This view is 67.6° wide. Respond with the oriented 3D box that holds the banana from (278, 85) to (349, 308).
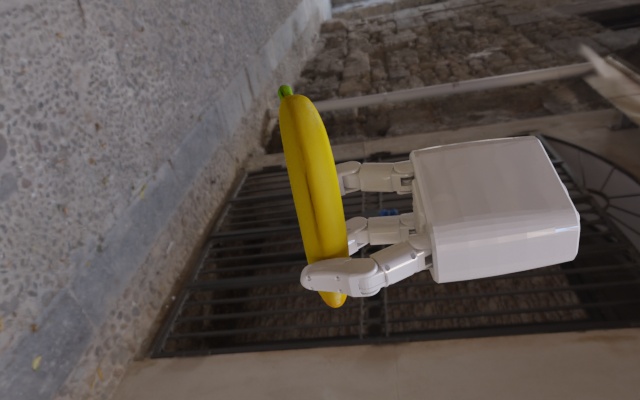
[{"bbox_3d":[-0.001,0.000,0.386,0.037,0.198,0.069,-11,6,3],"label":"banana"}]
